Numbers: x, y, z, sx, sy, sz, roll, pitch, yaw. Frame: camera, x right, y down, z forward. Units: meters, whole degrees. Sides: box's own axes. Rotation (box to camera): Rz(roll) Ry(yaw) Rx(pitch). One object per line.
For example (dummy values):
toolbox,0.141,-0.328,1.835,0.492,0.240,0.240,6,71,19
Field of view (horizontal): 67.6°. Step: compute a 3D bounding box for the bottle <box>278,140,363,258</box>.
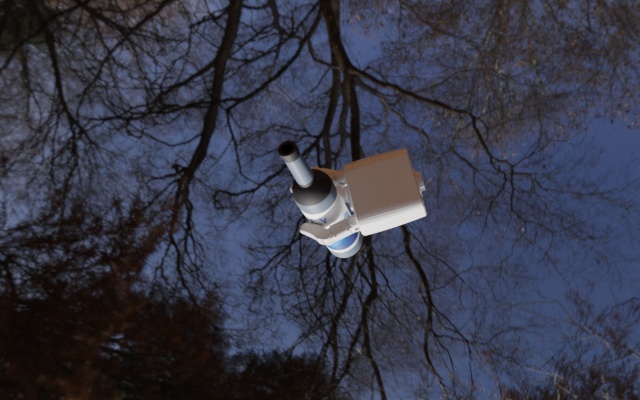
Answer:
bottle,0.000,0.003,0.771,0.069,0.069,0.296,0,-30,21
